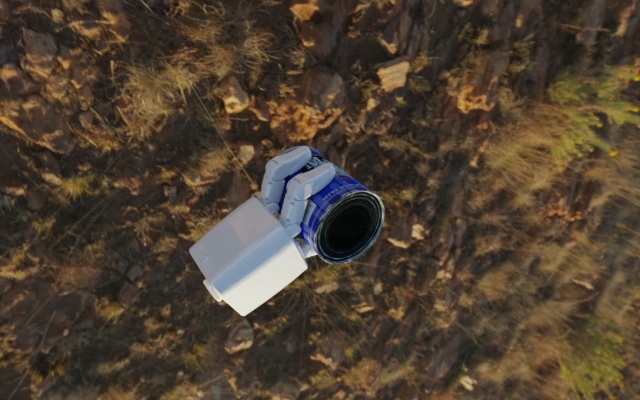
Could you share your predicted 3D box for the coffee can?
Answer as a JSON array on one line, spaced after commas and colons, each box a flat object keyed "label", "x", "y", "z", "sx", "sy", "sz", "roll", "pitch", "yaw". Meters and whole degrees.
[{"label": "coffee can", "x": 0.000, "y": 0.002, "z": 0.621, "sx": 0.103, "sy": 0.103, "sz": 0.140, "roll": 0, "pitch": 27, "yaw": -37}]
